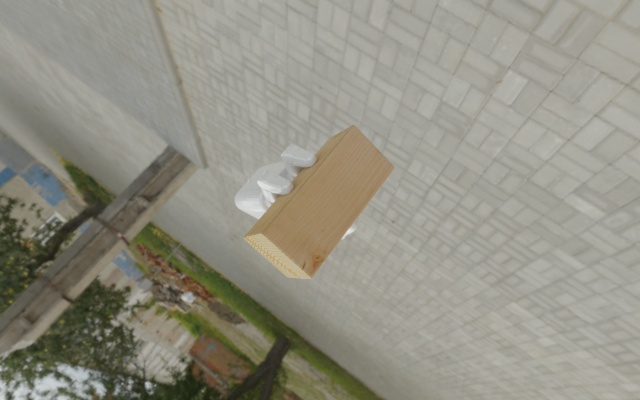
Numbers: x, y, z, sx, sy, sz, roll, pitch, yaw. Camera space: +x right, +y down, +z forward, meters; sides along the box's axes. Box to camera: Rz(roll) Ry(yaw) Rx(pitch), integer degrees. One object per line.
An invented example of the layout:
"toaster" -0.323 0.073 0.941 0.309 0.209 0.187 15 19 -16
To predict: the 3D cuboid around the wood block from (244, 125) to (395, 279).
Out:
"wood block" 0.000 0.003 0.678 0.091 0.206 0.090 44 -23 -13
